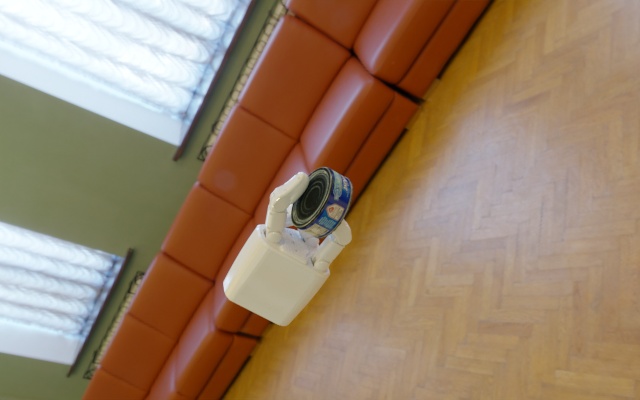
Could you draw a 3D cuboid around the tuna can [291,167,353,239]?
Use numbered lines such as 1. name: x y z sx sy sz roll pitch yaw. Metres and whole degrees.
1. tuna can: 0.000 0.002 0.595 0.034 0.086 0.086 28 -14 -27
